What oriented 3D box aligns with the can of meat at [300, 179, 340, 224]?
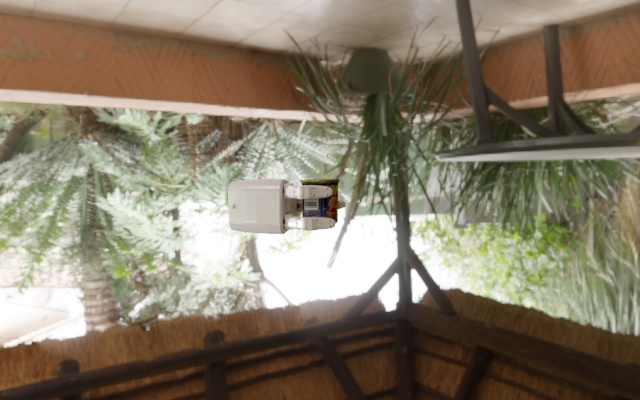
[{"bbox_3d":[0.000,0.003,0.870,0.057,0.084,0.102,1,3,15],"label":"can of meat"}]
